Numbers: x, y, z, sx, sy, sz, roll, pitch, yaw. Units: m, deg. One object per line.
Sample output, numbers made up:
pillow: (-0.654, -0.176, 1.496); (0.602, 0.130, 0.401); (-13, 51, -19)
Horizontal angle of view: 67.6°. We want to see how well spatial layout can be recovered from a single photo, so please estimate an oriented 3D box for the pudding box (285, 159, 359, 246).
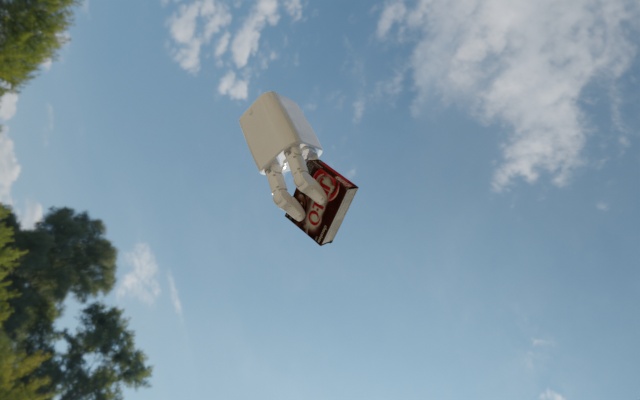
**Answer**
pudding box: (0.000, 0.002, 0.778); (0.090, 0.113, 0.039); (38, 29, 30)
